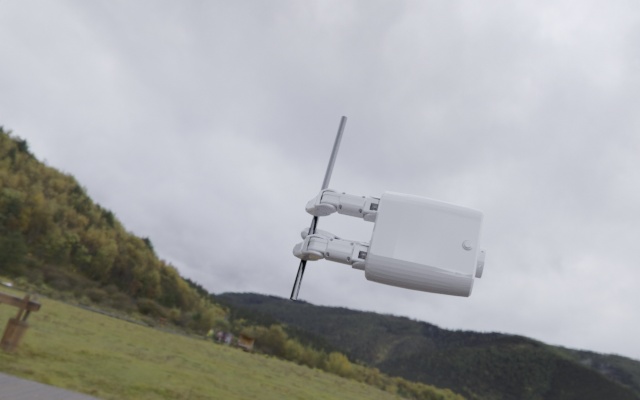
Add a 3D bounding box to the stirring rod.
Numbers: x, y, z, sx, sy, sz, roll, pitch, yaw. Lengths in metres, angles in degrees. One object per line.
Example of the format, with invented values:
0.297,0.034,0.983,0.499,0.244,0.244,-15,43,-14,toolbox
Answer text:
0.000,0.002,0.572,0.011,0.239,0.011,14,-20,5,stirring rod
